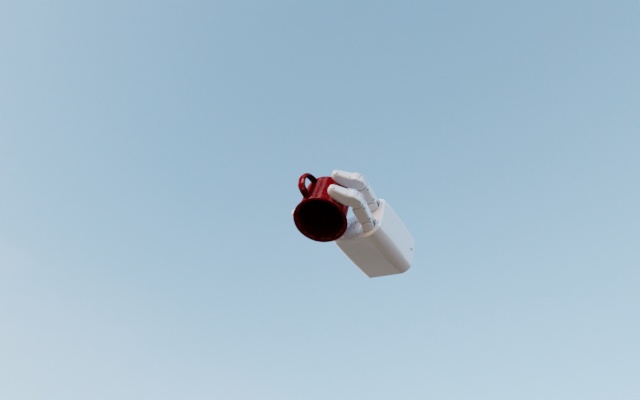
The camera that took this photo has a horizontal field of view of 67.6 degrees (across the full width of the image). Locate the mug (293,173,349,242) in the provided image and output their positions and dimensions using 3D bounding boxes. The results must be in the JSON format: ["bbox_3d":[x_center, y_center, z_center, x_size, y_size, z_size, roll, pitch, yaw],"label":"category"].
[{"bbox_3d":[-0.001,0.002,0.822,0.093,0.117,0.081,-27,24,28],"label":"mug"}]
